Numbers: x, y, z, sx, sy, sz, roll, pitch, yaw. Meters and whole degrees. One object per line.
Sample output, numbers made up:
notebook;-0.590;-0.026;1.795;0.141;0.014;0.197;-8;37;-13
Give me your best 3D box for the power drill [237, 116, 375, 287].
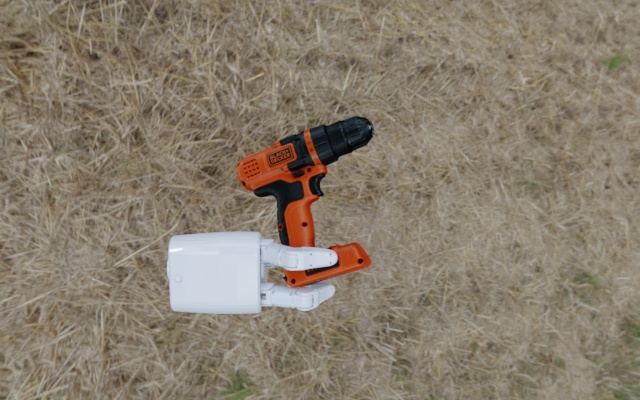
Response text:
power drill;0.000;0.002;0.594;0.184;0.187;0.057;-20;-14;13
